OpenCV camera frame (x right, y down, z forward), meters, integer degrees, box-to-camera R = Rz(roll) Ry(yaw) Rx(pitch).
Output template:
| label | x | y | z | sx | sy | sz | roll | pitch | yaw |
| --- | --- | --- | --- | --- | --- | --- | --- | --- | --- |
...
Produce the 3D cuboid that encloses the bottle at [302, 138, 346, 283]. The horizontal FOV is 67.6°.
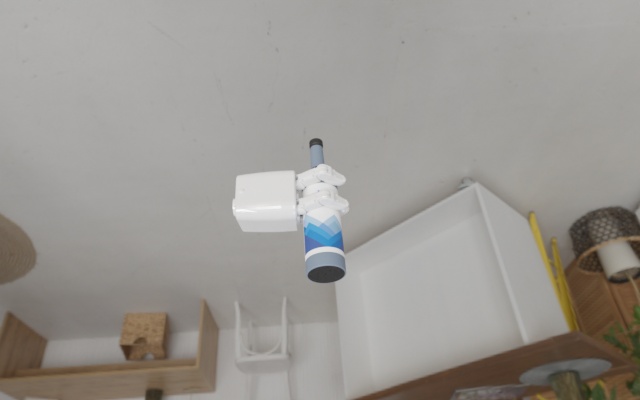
| label | x | y | z | sx | sy | sz | roll | pitch | yaw |
| --- | --- | --- | --- | --- | --- | --- | --- | --- | --- |
| bottle | 0.000 | 0.003 | 0.869 | 0.069 | 0.295 | 0.069 | -3 | -36 | -2 |
